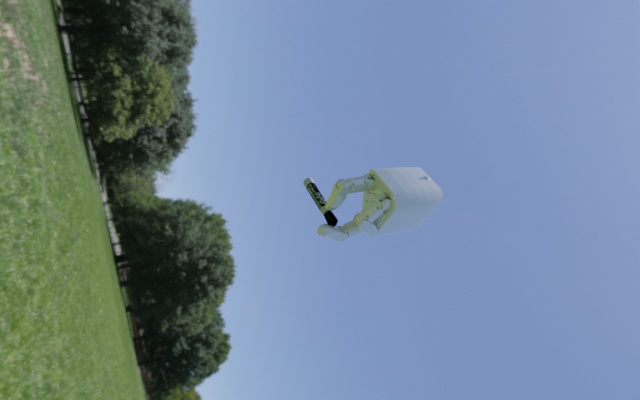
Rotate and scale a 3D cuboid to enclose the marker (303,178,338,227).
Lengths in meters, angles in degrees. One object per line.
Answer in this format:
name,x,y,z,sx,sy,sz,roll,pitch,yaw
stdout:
marker,0.000,0.003,0.848,0.020,0.020,0.121,0,39,-31
